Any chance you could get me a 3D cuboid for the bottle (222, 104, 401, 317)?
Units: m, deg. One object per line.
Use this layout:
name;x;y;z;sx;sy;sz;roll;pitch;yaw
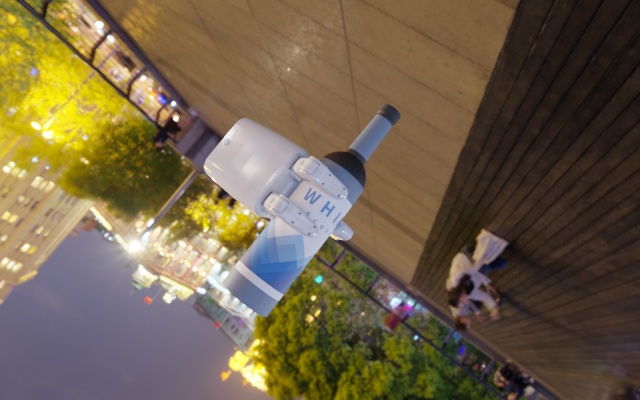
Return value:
bottle;0.000;0.002;0.580;0.069;0.295;0.069;37;-8;6
